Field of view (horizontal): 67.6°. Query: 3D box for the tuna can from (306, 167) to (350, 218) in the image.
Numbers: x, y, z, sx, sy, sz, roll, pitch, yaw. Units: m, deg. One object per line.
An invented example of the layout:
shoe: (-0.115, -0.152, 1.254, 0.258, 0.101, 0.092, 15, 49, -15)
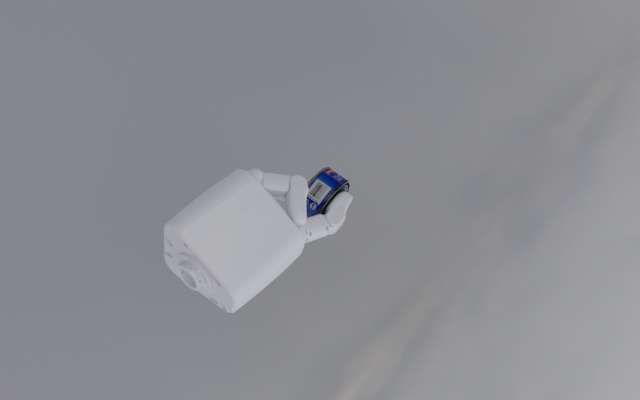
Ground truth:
tuna can: (0.001, 0.002, 0.607, 0.033, 0.086, 0.086, 35, 9, 14)
